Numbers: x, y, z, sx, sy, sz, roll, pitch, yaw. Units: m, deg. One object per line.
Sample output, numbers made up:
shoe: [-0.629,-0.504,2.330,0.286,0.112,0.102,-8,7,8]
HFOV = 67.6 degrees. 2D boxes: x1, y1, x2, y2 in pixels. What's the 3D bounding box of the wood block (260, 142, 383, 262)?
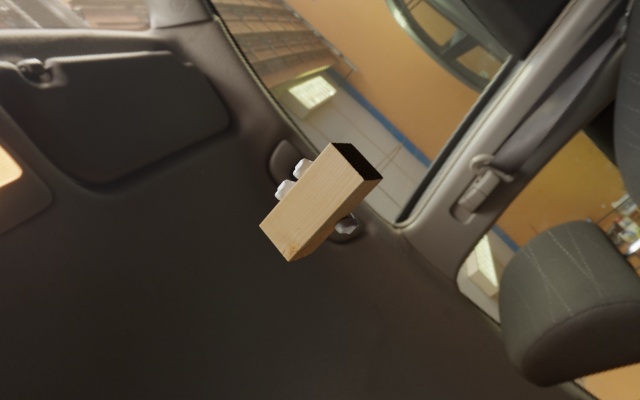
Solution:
wood block: [0.000,0.003,0.847,0.206,0.091,0.090,-48,-17,23]
